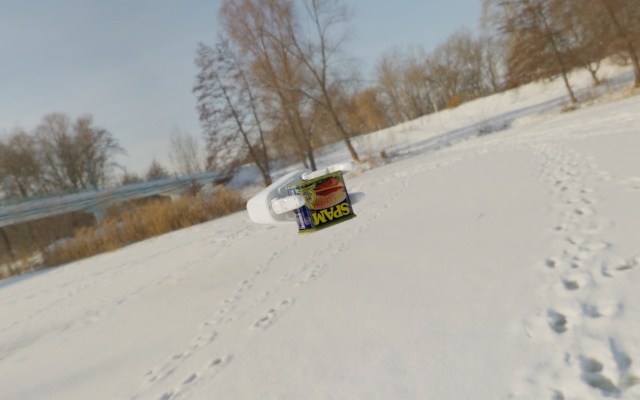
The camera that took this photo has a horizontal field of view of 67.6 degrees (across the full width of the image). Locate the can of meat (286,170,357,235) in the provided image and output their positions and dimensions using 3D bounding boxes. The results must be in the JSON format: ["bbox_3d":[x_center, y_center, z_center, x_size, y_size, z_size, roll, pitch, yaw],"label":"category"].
[{"bbox_3d":[0.000,0.002,0.796,0.102,0.084,0.057,-18,3,-25],"label":"can of meat"}]
